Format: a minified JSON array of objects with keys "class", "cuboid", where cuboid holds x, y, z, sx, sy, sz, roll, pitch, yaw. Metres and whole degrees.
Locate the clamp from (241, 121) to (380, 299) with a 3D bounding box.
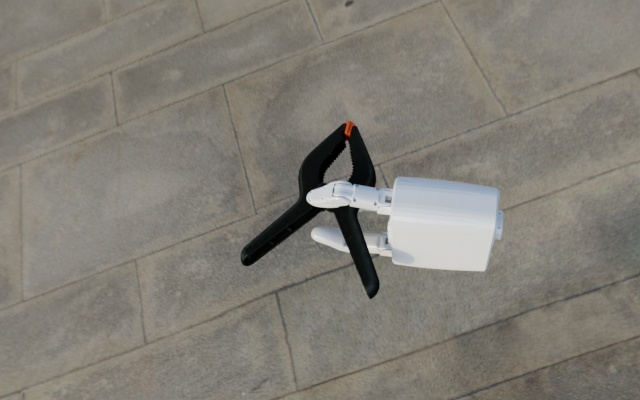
[{"class":"clamp","cuboid":[0.000,0.001,0.564,0.164,0.210,0.036,5,-21,14]}]
